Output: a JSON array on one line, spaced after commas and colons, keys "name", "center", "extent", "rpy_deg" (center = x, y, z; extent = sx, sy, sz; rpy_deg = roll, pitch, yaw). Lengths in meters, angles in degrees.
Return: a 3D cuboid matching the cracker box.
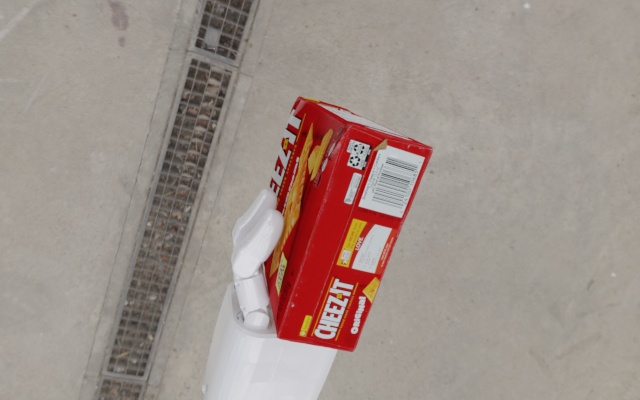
[{"name": "cracker box", "center": [0.000, 0.001, 0.427], "extent": [0.072, 0.164, 0.213], "rpy_deg": [15, 13, -16]}]
